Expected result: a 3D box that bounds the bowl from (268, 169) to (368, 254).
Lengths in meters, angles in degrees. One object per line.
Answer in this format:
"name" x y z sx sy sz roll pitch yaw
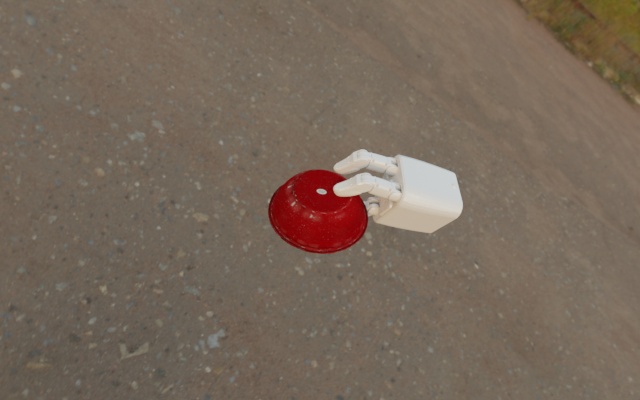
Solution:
"bowl" -0.001 0.002 0.744 0.162 0.162 0.055 0 -41 -9
